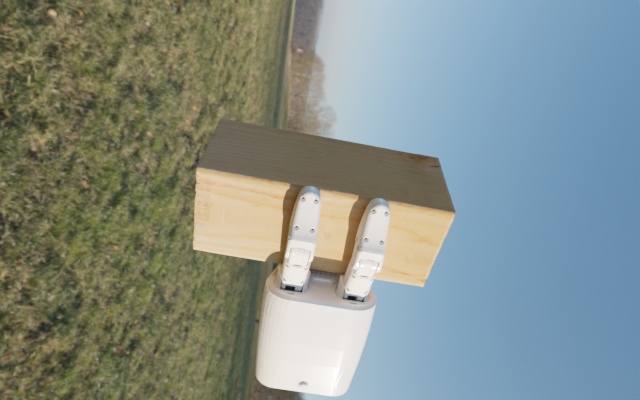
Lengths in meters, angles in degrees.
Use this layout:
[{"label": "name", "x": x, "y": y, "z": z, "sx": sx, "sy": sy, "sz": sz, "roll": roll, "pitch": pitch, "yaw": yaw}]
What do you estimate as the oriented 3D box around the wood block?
[{"label": "wood block", "x": 0.000, "y": 0.002, "z": 0.431, "sx": 0.206, "sy": 0.090, "sz": 0.090, "roll": 10, "pitch": 35, "yaw": -4}]
